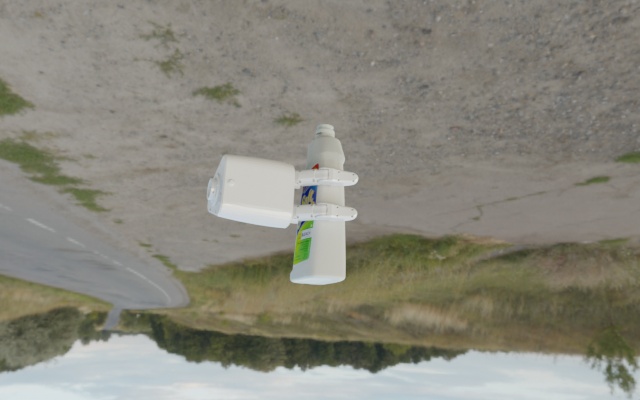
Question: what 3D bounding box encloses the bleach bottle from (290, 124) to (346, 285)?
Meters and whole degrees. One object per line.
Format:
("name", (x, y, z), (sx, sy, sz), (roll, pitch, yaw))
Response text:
("bleach bottle", (0.000, 0.003, 0.759), (0.068, 0.250, 0.102), (9, -17, -23))
